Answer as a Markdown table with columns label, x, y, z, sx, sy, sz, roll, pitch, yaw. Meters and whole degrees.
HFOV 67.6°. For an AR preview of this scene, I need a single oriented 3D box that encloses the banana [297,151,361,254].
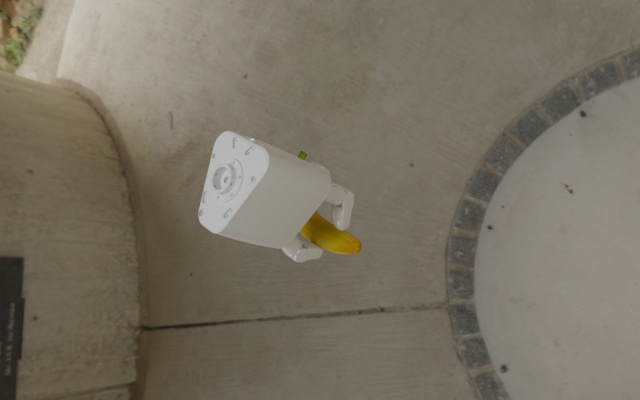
| label | x | y | z | sx | sy | sz | roll | pitch | yaw |
| --- | --- | --- | --- | --- | --- | --- | --- | --- | --- |
| banana | -0.015 | 0.012 | 0.675 | 0.069 | 0.197 | 0.037 | -42 | -35 | 16 |
